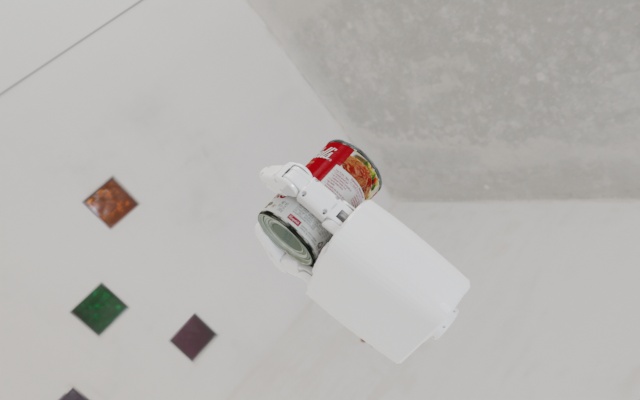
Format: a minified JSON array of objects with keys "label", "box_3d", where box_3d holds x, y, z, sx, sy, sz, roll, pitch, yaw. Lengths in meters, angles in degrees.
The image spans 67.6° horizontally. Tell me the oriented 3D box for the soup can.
[{"label":"soup can","box_3d":[0.000,0.001,0.443,0.102,0.068,0.068,-47,22,-22]}]
